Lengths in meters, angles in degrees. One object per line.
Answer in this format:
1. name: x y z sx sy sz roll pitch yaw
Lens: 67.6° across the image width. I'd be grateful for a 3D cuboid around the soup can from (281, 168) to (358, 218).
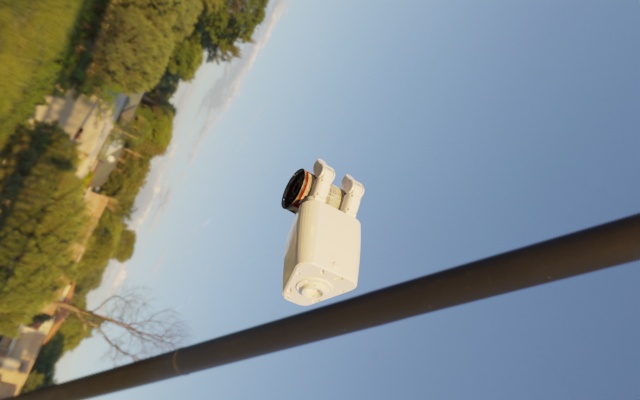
1. soup can: 0.000 0.002 0.741 0.102 0.068 0.068 26 -11 -23
